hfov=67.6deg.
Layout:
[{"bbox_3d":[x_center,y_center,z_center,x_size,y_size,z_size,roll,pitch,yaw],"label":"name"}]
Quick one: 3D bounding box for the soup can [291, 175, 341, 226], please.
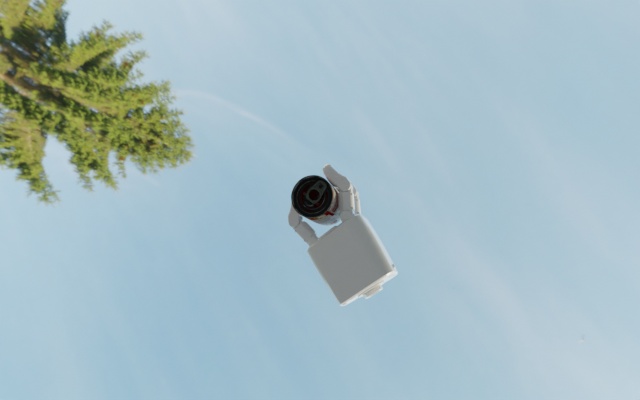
[{"bbox_3d":[0.000,0.002,0.782,0.068,0.068,0.102,0,-10,16],"label":"soup can"}]
